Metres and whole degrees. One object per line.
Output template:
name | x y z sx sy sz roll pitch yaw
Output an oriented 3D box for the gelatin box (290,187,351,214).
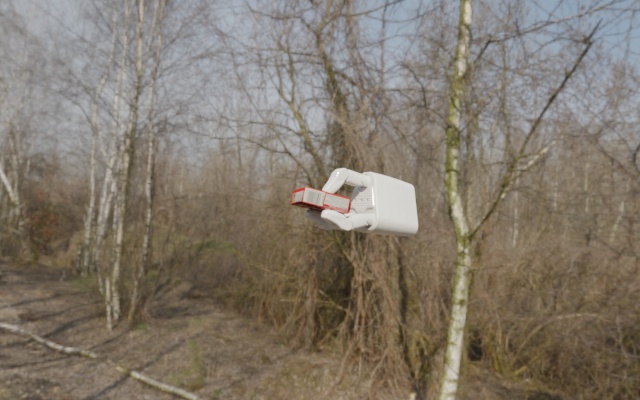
gelatin box | 0.000 0.002 0.843 0.089 0.030 0.073 15 -8 -18
